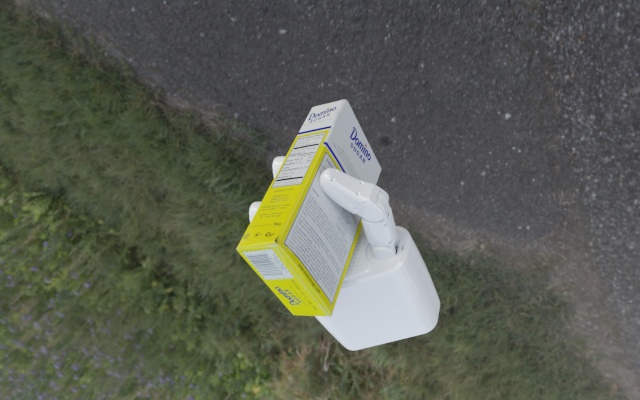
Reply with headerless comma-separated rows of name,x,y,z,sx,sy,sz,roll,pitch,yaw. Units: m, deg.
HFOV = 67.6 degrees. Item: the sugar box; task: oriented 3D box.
sugar box,0.000,0.002,0.421,0.048,0.176,0.093,-8,-49,30
